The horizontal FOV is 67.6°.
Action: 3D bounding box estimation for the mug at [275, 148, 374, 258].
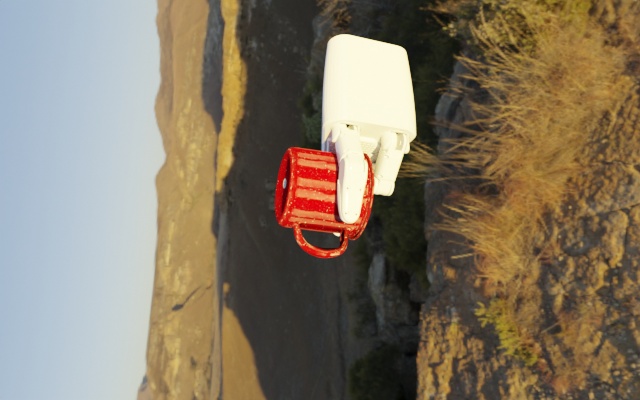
[{"bbox_3d":[0.000,0.003,0.488,0.081,0.117,0.093,7,-23,-16],"label":"mug"}]
